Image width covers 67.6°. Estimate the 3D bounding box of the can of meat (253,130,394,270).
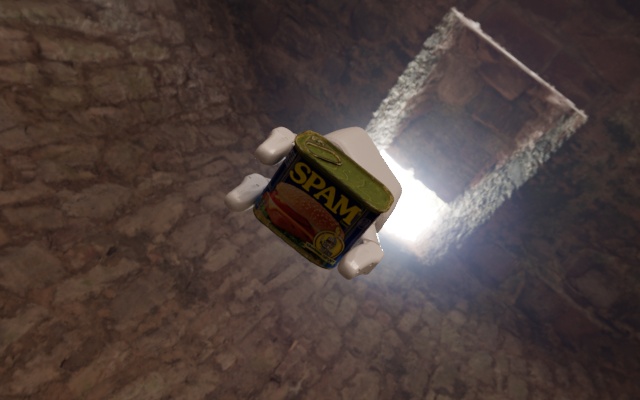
[{"bbox_3d":[0.000,0.002,0.434,0.102,0.084,0.057,39,26,3],"label":"can of meat"}]
